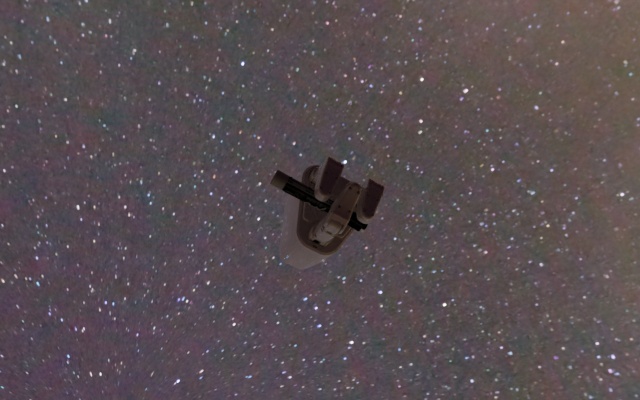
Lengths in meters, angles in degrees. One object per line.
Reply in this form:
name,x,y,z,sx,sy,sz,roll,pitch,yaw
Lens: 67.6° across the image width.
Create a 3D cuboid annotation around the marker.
marker,0.000,0.002,0.543,0.121,0.020,0.020,28,-4,-8
